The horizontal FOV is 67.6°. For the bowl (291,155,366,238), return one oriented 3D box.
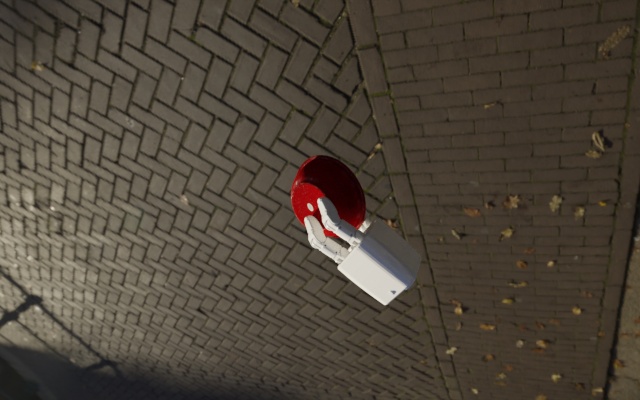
[{"bbox_3d":[-0.001,0.002,0.858,0.162,0.162,0.055,0,20,41],"label":"bowl"}]
